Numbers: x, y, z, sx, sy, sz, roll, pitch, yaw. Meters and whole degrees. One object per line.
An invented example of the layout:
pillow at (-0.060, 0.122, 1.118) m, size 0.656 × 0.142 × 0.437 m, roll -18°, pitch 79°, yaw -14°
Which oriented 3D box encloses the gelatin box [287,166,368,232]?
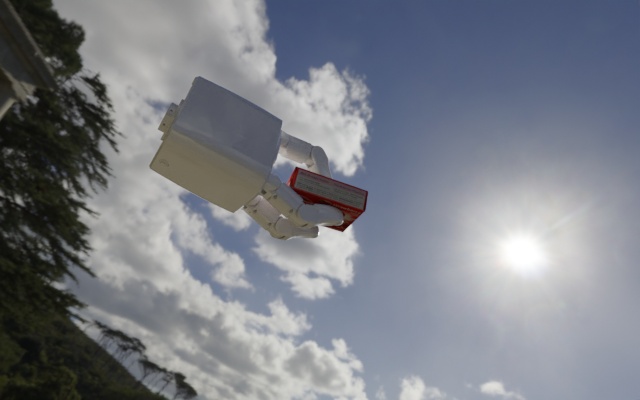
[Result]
gelatin box at (0.001, 0.002, 0.550) m, size 0.089 × 0.030 × 0.073 m, roll 18°, pitch -27°, yaw -10°
